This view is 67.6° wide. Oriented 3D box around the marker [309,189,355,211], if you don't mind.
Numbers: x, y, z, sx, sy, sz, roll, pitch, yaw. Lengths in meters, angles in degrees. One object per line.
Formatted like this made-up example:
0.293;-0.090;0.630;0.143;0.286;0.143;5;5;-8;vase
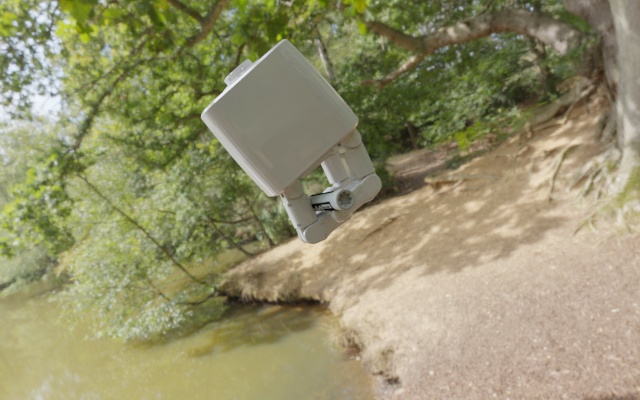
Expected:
0.000;0.002;0.475;0.020;0.020;0.121;0;-2;-21;marker
